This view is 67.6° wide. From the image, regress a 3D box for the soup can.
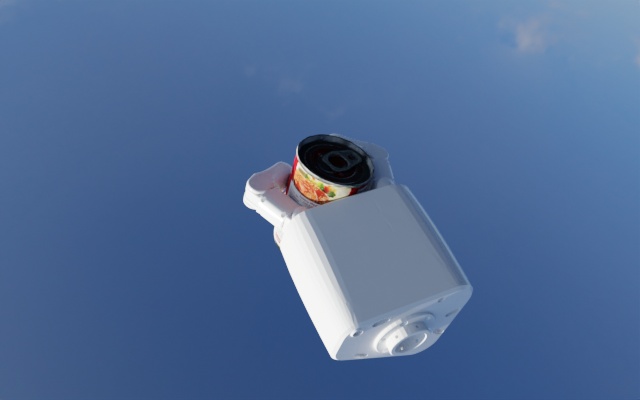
[{"bbox_3d":[0.000,0.001,0.432,0.068,0.102,0.068,12,41,-10],"label":"soup can"}]
